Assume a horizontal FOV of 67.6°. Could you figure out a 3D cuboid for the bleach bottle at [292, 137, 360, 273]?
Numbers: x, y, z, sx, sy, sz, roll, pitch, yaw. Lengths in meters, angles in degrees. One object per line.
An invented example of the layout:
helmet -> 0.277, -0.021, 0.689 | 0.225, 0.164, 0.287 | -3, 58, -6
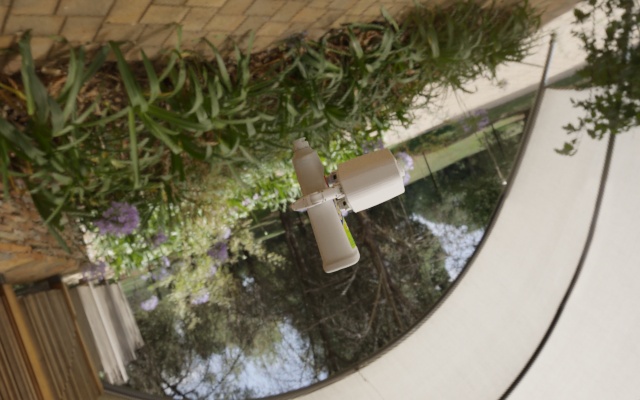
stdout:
bleach bottle -> 0.000, 0.003, 0.898 | 0.068, 0.251, 0.102 | -20, -1, 8
